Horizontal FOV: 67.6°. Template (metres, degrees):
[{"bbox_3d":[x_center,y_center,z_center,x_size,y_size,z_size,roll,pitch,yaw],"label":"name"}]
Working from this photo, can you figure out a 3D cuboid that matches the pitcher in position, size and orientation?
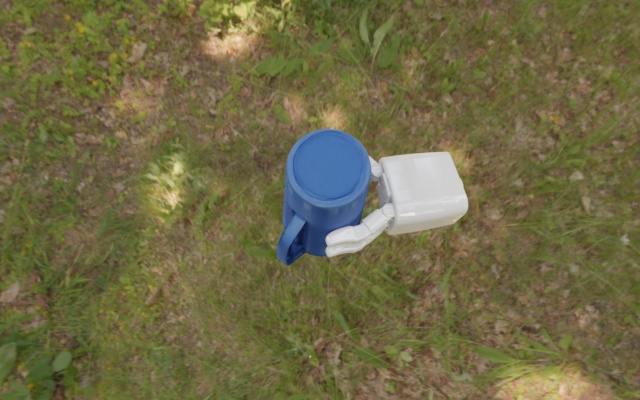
[{"bbox_3d":[0.000,0.002,0.701,0.145,0.149,0.243,-5,-18,-4],"label":"pitcher"}]
